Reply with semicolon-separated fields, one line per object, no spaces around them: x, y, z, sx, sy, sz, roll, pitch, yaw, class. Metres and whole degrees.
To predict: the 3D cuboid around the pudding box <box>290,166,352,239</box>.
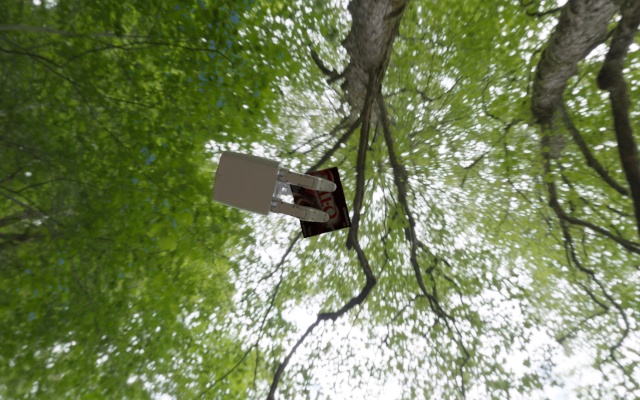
0.000;0.003;0.857;0.090;0.113;0.039;-14;5;2;pudding box
